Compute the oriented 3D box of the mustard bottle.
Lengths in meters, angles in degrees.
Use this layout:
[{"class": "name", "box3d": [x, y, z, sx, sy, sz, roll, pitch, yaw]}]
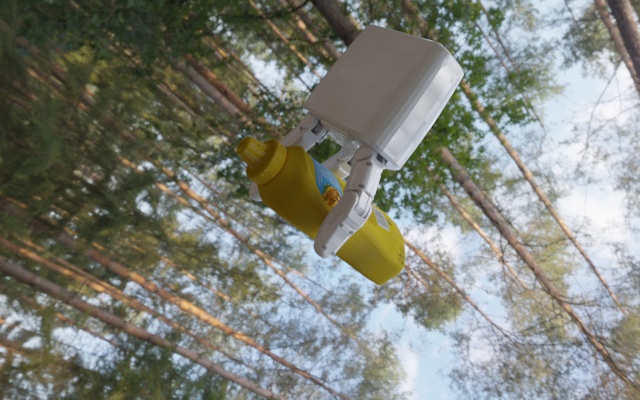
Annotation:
[{"class": "mustard bottle", "box3d": [0.000, 0.002, 0.450, 0.192, 0.058, 0.096, 37, 23, -32]}]
